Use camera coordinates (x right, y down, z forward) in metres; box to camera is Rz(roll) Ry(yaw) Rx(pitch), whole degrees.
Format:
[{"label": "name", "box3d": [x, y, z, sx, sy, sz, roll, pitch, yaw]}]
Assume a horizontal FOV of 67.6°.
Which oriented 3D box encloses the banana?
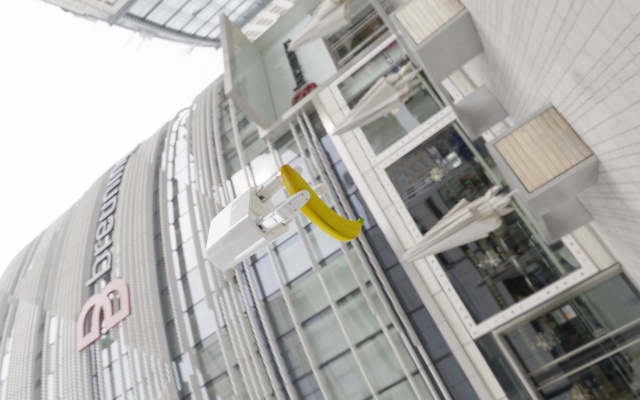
[{"label": "banana", "box3d": [0.005, 0.017, 0.769, 0.037, 0.069, 0.198, -36, -51, 23]}]
